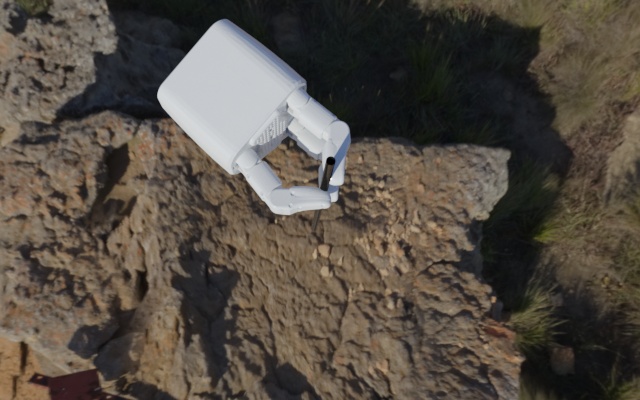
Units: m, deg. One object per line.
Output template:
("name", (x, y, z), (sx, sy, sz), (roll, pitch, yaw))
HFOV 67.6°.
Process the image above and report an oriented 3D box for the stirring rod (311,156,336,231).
("stirring rod", (0.000, 0.002, 0.506), (0.011, 0.011, 0.239), (0, -16, -4))
